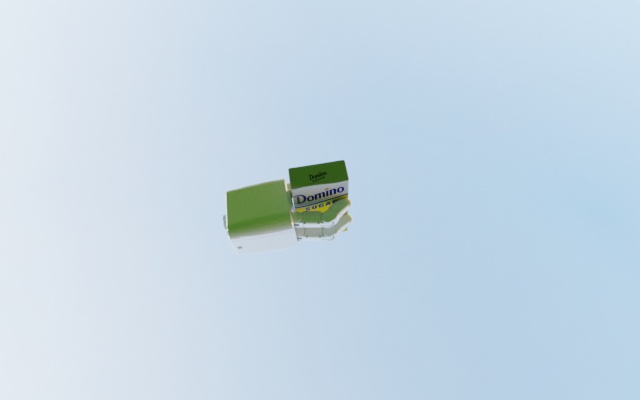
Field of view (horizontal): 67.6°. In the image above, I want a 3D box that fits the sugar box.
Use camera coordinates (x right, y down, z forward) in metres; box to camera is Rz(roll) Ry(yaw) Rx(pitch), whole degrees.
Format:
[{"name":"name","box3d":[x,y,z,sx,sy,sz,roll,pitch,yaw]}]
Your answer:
[{"name":"sugar box","box3d":[0.000,0.003,0.812,0.093,0.048,0.176,-9,-28,-2]}]
